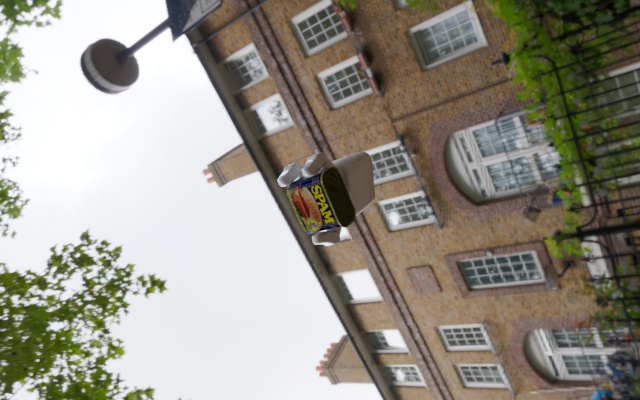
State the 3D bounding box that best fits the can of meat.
[{"bbox_3d":[0.000,0.003,0.820,0.084,0.102,0.057,-15,13,37],"label":"can of meat"}]
